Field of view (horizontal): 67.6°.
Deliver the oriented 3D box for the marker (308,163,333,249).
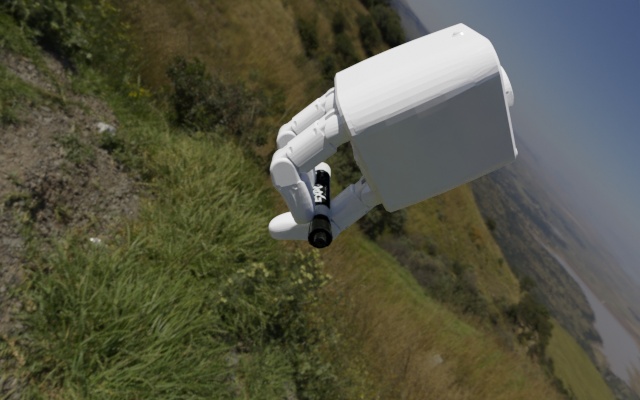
[{"bbox_3d":[0.000,0.001,0.402,0.020,0.020,0.121,0,29,0],"label":"marker"}]
